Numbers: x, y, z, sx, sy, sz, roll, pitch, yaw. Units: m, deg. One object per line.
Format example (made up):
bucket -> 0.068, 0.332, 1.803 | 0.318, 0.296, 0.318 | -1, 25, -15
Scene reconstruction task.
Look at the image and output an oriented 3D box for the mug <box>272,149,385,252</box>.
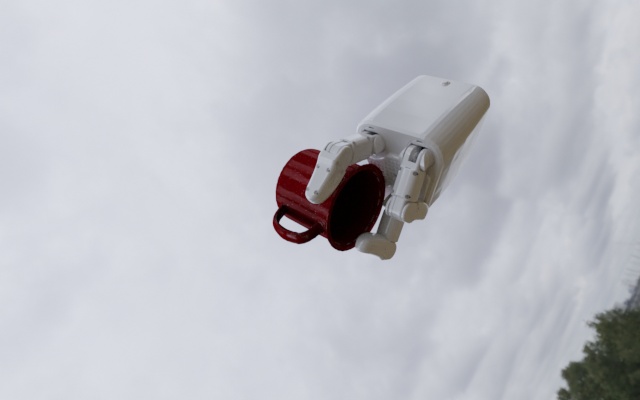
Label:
mug -> -0.001, 0.002, 0.491 | 0.081, 0.093, 0.117 | 25, 54, 36
